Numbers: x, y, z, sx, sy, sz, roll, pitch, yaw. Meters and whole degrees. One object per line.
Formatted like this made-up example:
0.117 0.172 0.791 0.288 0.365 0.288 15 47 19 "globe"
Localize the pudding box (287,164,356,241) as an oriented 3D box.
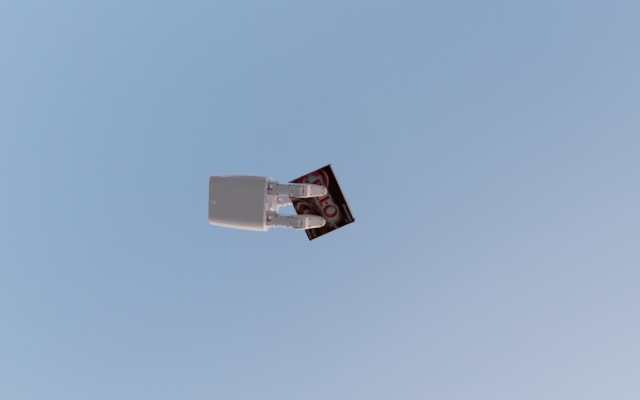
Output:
0.000 0.003 0.853 0.090 0.113 0.039 -24 4 11 "pudding box"
